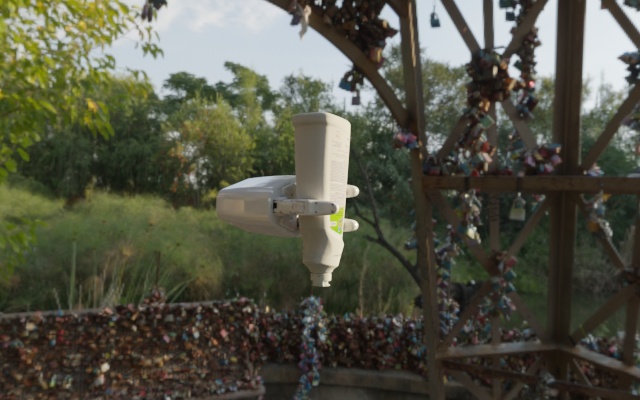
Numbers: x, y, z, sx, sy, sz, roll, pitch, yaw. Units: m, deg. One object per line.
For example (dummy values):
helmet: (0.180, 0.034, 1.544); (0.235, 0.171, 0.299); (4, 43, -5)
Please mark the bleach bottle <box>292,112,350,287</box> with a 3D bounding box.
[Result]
bleach bottle: (0.000, 0.002, 0.714); (0.068, 0.251, 0.102); (1, -1, 28)
